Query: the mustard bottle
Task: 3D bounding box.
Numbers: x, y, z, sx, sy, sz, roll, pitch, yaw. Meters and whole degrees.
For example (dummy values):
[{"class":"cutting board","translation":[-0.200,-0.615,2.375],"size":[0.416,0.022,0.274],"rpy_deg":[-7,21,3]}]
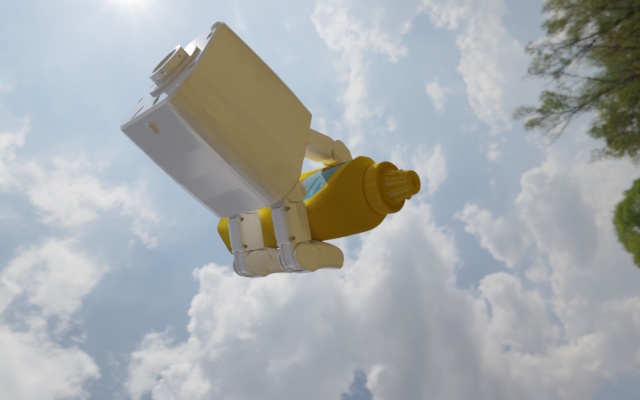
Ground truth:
[{"class":"mustard bottle","translation":[0.000,0.002,0.416],"size":[0.191,0.058,0.096],"rpy_deg":[-13,18,42]}]
